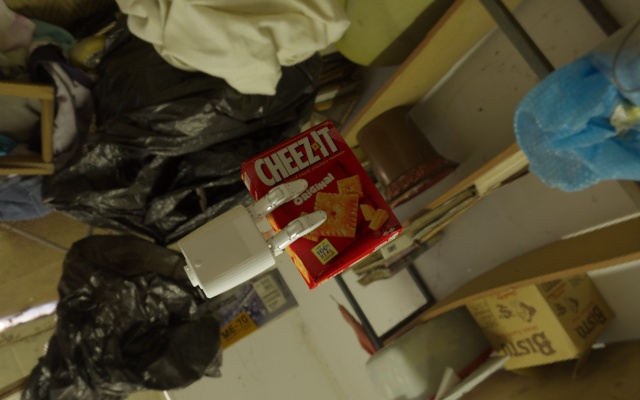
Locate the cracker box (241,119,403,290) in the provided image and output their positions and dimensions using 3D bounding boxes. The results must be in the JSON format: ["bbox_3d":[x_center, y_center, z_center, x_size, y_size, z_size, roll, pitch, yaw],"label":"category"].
[{"bbox_3d":[0.000,0.003,0.737,0.164,0.213,0.072,-29,-11,-17],"label":"cracker box"}]
